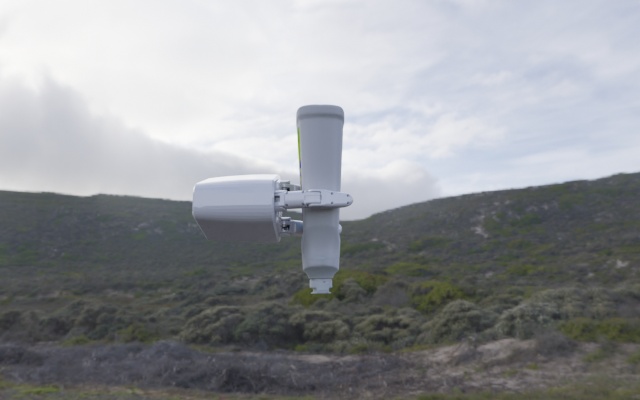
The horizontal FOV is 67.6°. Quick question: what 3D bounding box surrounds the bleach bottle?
[{"bbox_3d":[0.000,0.002,0.665,0.068,0.250,0.102,0,-9,-1],"label":"bleach bottle"}]
